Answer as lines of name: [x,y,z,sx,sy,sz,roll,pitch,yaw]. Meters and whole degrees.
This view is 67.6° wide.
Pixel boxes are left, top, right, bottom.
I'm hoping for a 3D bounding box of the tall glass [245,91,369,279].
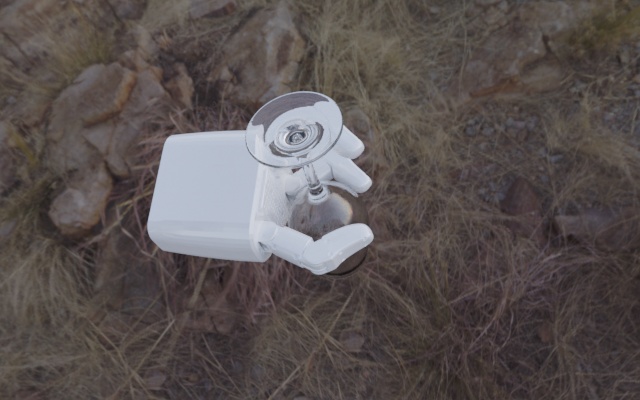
tall glass: [0.000,0.001,0.428,0.079,0.079,0.201,0,-33,14]
